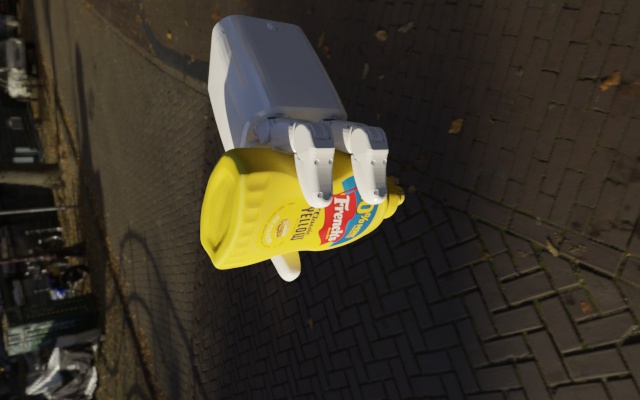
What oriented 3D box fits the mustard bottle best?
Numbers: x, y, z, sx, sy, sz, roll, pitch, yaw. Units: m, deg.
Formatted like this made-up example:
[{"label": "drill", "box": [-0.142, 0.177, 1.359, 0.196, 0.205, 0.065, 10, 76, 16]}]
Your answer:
[{"label": "mustard bottle", "box": [0.000, 0.002, 0.406, 0.191, 0.096, 0.058, -6, 39, -38]}]
